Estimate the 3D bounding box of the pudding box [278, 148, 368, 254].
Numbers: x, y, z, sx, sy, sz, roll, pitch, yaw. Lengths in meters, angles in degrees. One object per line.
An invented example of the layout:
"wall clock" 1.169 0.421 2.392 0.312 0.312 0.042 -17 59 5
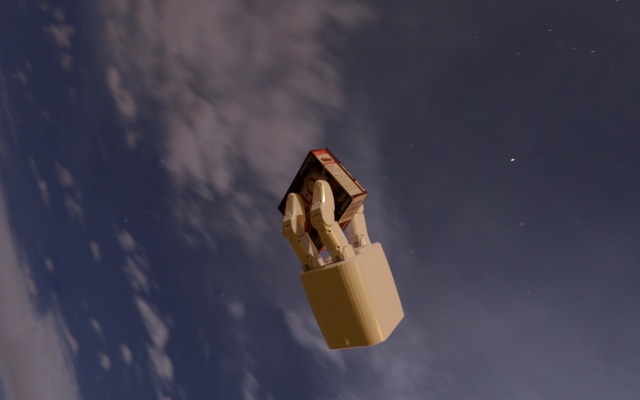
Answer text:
"pudding box" 0.000 0.002 0.625 0.039 0.090 0.113 -14 -34 -47
